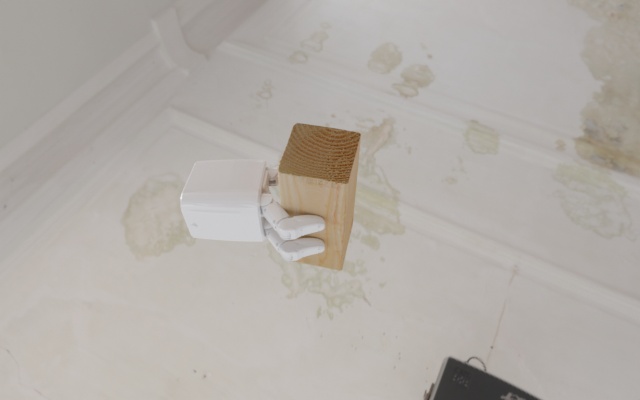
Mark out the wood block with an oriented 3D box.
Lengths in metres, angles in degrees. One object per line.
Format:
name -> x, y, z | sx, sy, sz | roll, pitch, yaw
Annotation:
wood block -> 0.000, 0.002, 0.670 | 0.090, 0.090, 0.206 | 10, -37, 7
